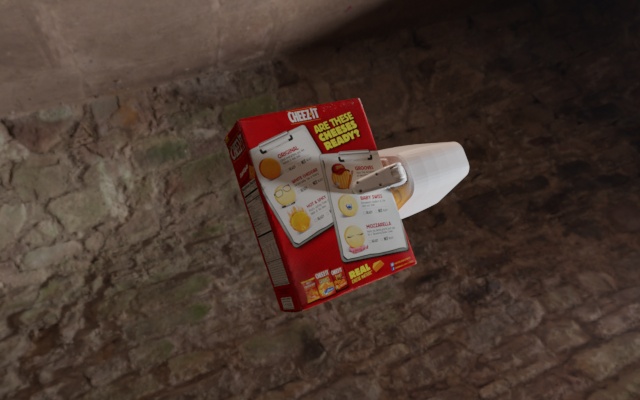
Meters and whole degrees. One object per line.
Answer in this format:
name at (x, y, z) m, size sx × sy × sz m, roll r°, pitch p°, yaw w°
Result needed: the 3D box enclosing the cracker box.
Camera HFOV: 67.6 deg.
cracker box at (0.000, 0.002, 0.559) m, size 0.164 × 0.213 × 0.072 m, roll -16°, pitch -5°, yaw -30°
